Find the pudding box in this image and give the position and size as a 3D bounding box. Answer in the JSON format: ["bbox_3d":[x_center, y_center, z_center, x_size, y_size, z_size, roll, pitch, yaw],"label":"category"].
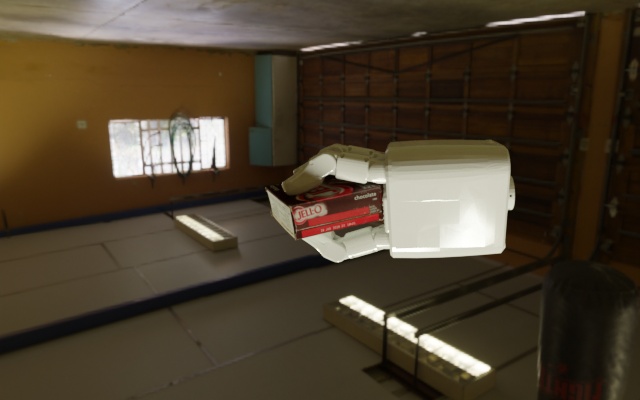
[{"bbox_3d":[0.000,0.002,0.485,0.090,0.039,0.113,-11,12,-16],"label":"pudding box"}]
